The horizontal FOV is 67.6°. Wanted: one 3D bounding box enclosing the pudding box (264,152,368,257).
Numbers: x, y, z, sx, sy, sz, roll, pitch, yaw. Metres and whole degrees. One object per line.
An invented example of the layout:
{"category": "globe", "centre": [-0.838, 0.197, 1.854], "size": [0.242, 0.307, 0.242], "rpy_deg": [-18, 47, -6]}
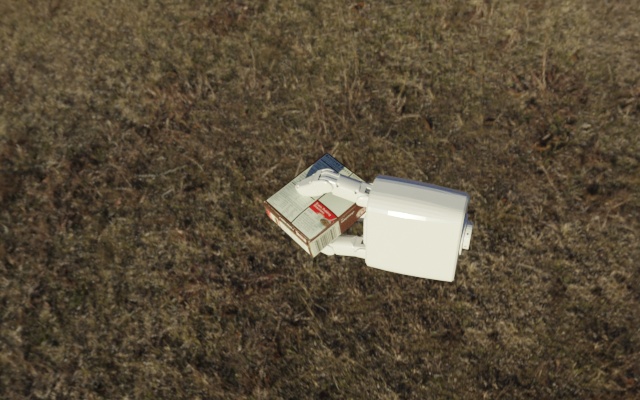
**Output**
{"category": "pudding box", "centre": [0.000, 0.002, 0.601], "size": [0.113, 0.039, 0.090], "rpy_deg": [-38, 58, -20]}
